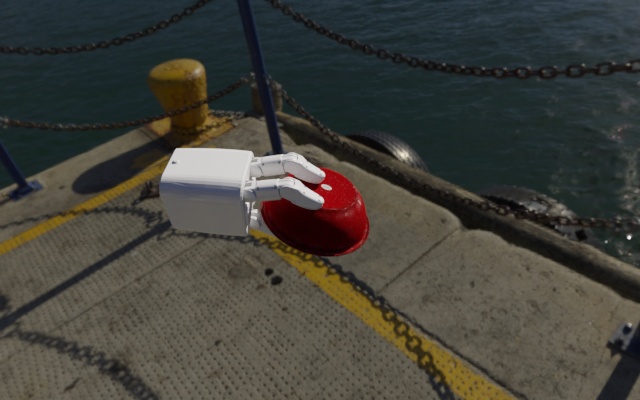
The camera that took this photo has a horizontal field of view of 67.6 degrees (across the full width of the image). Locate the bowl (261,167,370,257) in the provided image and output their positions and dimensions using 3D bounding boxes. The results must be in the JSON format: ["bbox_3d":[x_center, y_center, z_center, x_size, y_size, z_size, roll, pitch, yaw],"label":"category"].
[{"bbox_3d":[0.001,0.002,0.672,0.162,0.055,0.162,12,38,-9],"label":"bowl"}]
